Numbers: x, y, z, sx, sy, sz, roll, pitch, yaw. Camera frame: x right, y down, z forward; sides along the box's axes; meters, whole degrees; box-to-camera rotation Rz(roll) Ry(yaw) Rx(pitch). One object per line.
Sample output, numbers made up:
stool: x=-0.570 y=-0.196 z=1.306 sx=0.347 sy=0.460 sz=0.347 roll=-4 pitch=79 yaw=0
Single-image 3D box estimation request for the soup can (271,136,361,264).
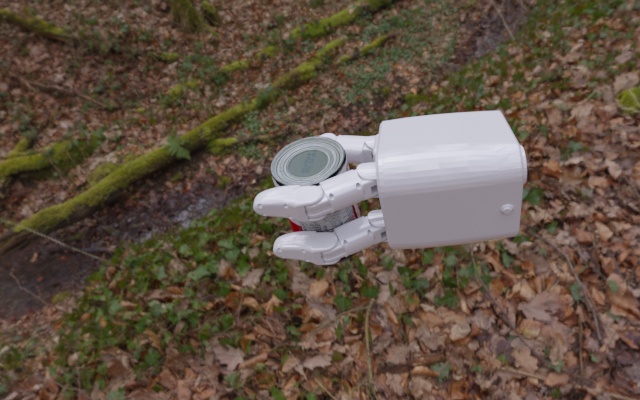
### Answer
soup can: x=0.000 y=0.001 z=0.438 sx=0.068 sy=0.068 sz=0.102 roll=0 pitch=-44 yaw=18
